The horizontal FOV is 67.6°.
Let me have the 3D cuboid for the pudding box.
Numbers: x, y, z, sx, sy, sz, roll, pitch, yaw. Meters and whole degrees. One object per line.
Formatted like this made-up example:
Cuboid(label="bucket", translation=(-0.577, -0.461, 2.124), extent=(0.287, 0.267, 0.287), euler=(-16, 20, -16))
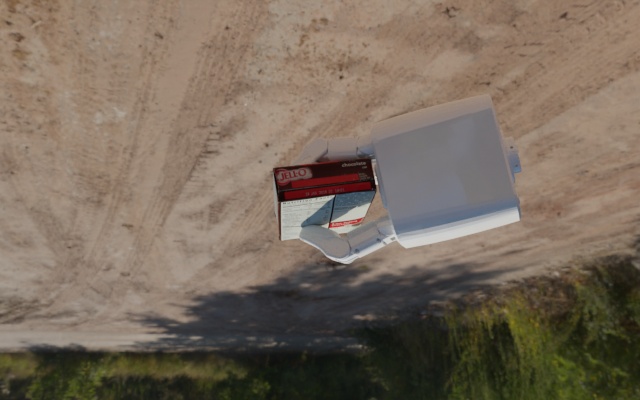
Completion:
Cuboid(label="pudding box", translation=(0.000, 0.002, 0.466), extent=(0.090, 0.039, 0.113), euler=(-6, -24, -7))
